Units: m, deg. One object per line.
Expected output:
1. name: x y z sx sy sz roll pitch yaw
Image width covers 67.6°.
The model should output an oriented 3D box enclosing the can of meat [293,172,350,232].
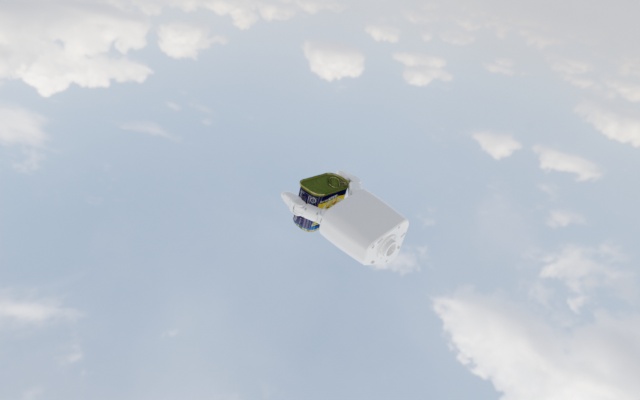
1. can of meat: 0.000 0.003 0.889 0.057 0.084 0.102 33 34 31
